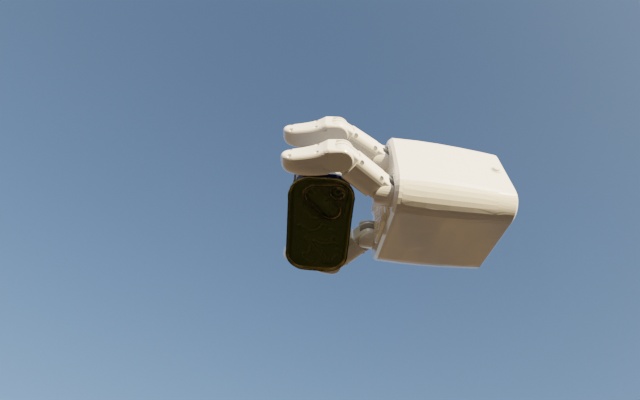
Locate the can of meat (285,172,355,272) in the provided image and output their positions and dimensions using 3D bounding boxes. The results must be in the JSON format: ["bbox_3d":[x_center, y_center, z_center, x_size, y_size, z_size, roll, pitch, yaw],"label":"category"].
[{"bbox_3d":[0.000,0.001,0.457,0.057,0.102,0.084,4,34,0],"label":"can of meat"}]
